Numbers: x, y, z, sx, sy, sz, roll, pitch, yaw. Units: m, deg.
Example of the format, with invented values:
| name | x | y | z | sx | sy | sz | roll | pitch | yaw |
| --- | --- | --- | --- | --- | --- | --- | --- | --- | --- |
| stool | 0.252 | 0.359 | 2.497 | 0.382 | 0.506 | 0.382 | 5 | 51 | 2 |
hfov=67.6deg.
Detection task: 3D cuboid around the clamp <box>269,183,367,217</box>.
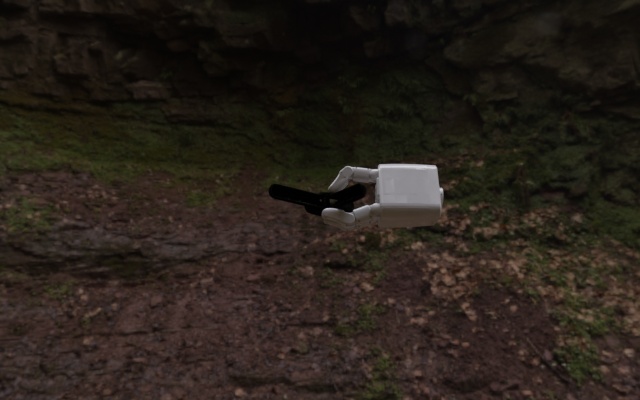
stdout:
| name | x | y | z | sx | sy | sz | roll | pitch | yaw |
| --- | --- | --- | --- | --- | --- | --- | --- | --- | --- |
| clamp | 0.000 | 0.002 | 0.875 | 0.164 | 0.036 | 0.210 | 3 | -13 | 5 |
